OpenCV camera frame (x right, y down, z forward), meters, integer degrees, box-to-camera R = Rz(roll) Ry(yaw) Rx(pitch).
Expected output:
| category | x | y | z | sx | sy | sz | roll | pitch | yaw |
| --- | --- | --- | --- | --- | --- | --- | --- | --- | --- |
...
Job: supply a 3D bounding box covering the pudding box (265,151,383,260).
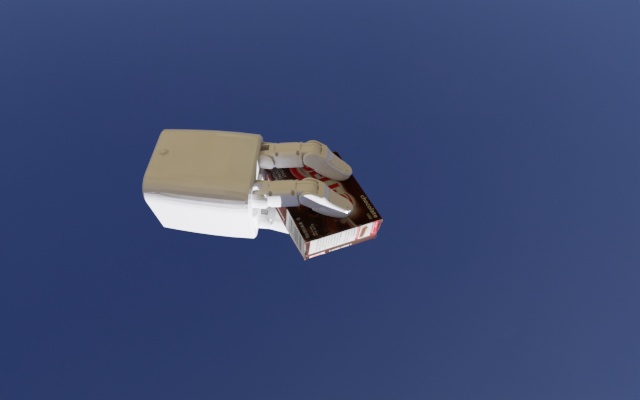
| category | x | y | z | sx | sy | sz | roll | pitch | yaw |
| --- | --- | --- | --- | --- | --- | --- | --- | --- | --- |
| pudding box | 0.000 | 0.002 | 0.521 | 0.090 | 0.113 | 0.039 | -16 | -35 | -21 |
